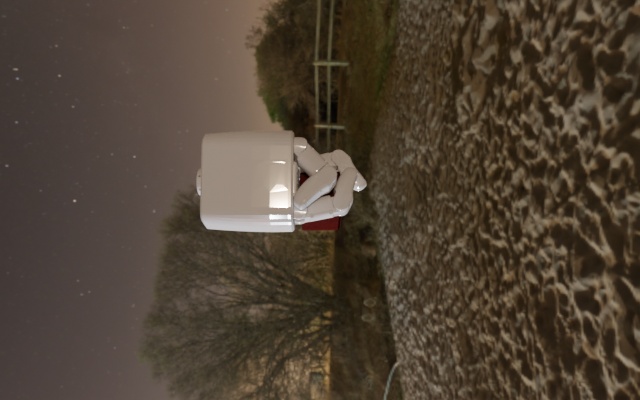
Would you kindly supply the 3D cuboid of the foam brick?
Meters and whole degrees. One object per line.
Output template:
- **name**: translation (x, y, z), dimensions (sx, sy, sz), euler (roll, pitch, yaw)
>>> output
- **foam brick**: translation (0.000, 0.002, 0.615), dimensions (0.051, 0.053, 0.078), euler (-3, -23, -1)
